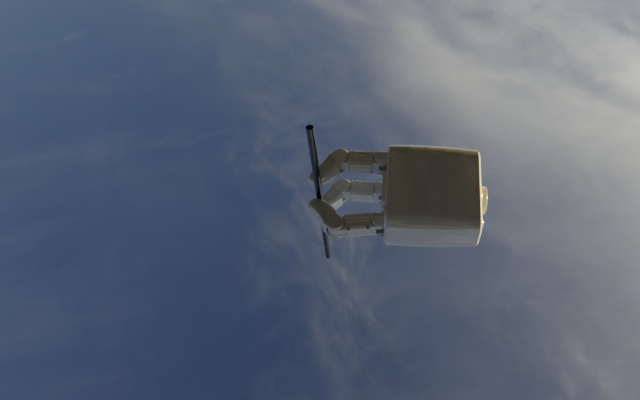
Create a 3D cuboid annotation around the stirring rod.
[{"bbox_3d":[0.000,0.002,0.578,0.011,0.011,0.240,0,-39,7],"label":"stirring rod"}]
